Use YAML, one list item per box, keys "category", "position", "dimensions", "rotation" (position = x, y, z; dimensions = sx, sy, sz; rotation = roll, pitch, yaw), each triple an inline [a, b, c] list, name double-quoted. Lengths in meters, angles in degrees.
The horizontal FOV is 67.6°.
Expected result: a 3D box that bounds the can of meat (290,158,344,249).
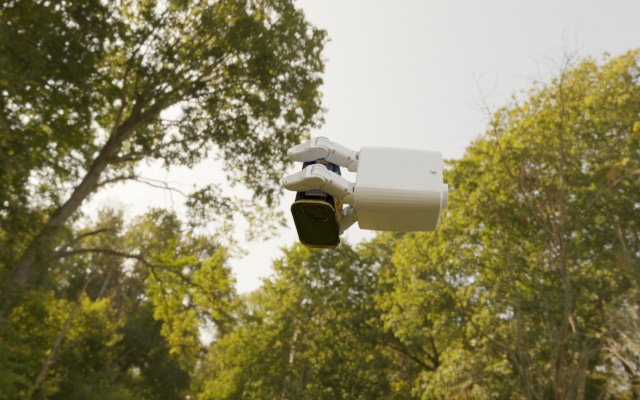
- category: "can of meat"
  position: [0.000, 0.002, 0.646]
  dimensions: [0.057, 0.084, 0.102]
  rotation: [2, -39, 12]
